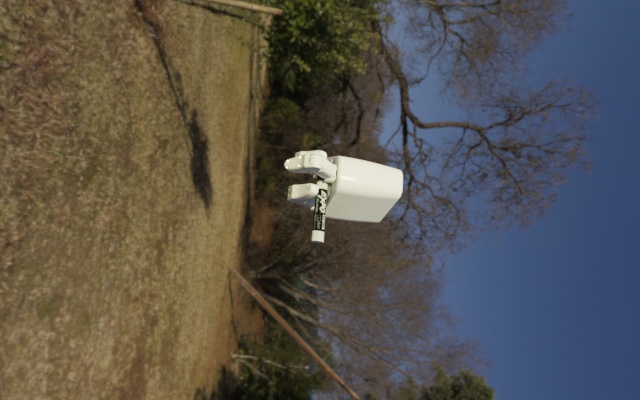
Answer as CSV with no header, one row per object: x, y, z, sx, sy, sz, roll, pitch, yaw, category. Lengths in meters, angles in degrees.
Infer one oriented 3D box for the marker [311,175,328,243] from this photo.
0.000,0.002,0.709,0.020,0.121,0.020,5,-15,1,marker
